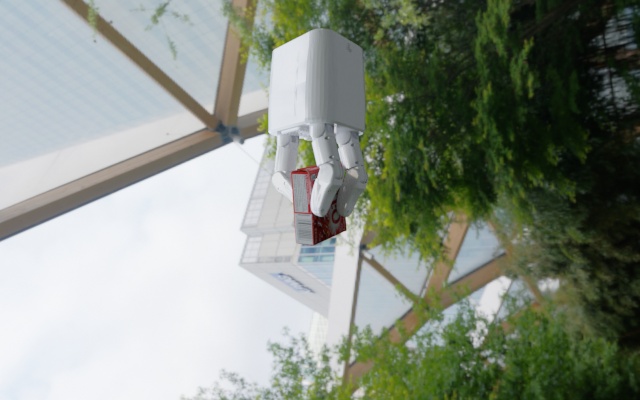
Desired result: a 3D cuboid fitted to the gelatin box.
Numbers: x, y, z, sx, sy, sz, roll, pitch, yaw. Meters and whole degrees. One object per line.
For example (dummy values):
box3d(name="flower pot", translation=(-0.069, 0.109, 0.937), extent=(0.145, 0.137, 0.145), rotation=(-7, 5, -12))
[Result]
box3d(name="gelatin box", translation=(0.000, 0.002, 0.572), extent=(0.030, 0.089, 0.073), rotation=(4, 13, 34))
